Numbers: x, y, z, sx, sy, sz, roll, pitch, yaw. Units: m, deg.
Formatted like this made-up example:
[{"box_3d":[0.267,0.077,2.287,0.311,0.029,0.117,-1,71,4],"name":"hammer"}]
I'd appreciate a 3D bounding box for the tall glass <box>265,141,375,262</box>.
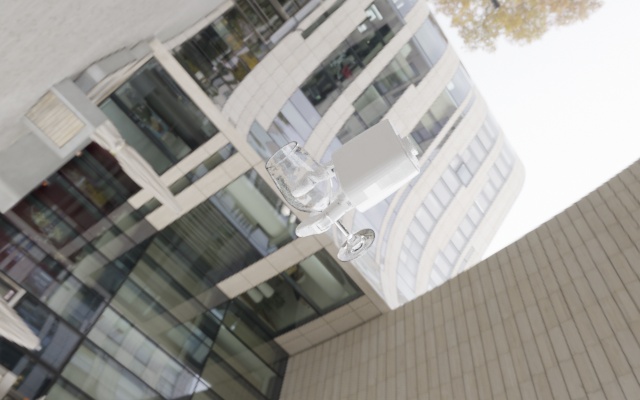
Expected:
[{"box_3d":[0.000,0.003,0.747,0.079,0.201,0.079,-34,22,16],"name":"tall glass"}]
